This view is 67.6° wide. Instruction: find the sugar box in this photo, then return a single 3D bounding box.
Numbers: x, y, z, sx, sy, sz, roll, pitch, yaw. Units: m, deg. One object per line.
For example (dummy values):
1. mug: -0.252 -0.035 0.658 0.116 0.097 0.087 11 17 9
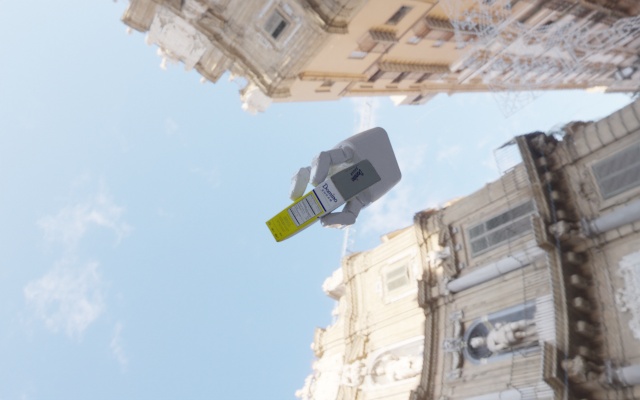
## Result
1. sugar box: 0.000 0.002 0.723 0.093 0.048 0.176 -29 -5 -45
